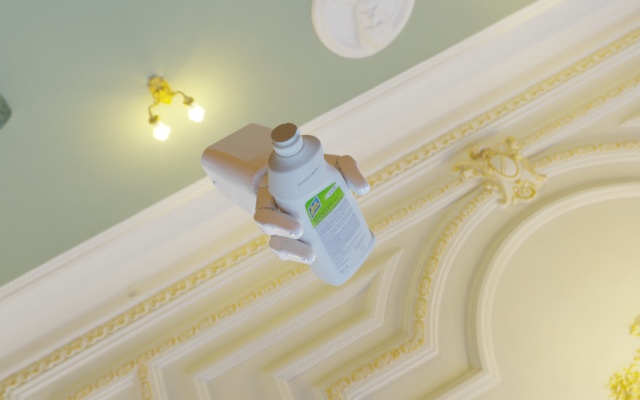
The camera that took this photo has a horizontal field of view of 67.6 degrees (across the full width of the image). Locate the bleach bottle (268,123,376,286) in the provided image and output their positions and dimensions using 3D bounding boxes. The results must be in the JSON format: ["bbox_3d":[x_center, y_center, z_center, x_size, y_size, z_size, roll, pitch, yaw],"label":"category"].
[{"bbox_3d":[0.000,0.002,0.577,0.068,0.102,0.251,25,-26,33],"label":"bleach bottle"}]
